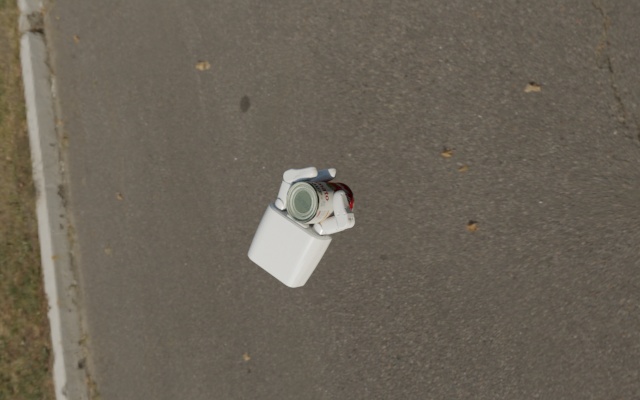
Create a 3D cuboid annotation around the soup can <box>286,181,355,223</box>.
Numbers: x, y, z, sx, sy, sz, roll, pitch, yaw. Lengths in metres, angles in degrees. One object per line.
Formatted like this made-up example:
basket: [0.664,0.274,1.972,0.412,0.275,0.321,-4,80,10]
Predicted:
soup can: [0.000,0.002,0.783,0.068,0.068,0.102,0,0,37]
